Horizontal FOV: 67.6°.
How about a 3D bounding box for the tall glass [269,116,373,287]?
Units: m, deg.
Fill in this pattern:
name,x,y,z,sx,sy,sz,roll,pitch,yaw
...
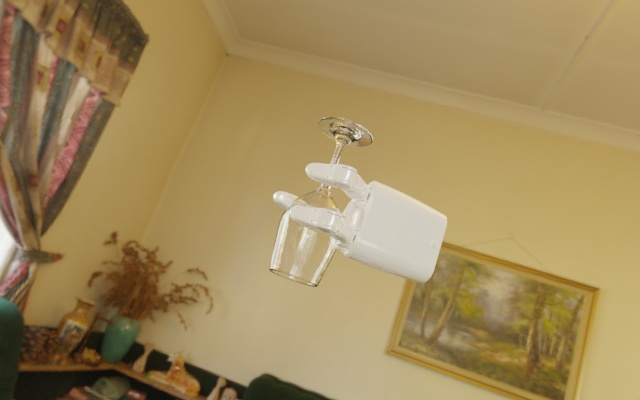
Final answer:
name,x,y,z,sx,sy,sz,roll,pitch,yaw
tall glass,0.000,0.001,0.591,0.079,0.201,0.079,19,-15,5
